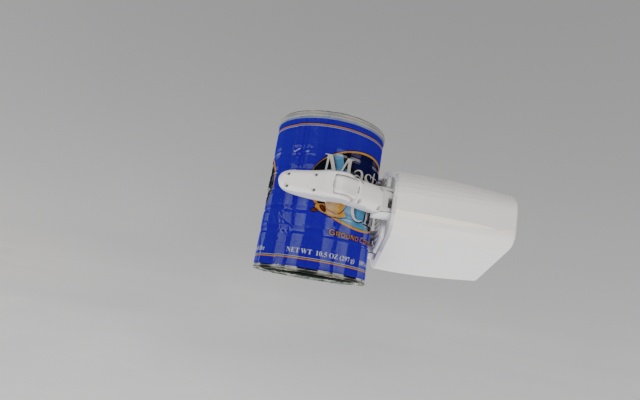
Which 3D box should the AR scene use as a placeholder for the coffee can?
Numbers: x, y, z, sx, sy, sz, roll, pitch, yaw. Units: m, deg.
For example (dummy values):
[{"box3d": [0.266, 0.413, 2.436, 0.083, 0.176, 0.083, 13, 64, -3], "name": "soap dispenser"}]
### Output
[{"box3d": [0.000, 0.001, 0.445, 0.103, 0.140, 0.103, 9, -12, 2], "name": "coffee can"}]
